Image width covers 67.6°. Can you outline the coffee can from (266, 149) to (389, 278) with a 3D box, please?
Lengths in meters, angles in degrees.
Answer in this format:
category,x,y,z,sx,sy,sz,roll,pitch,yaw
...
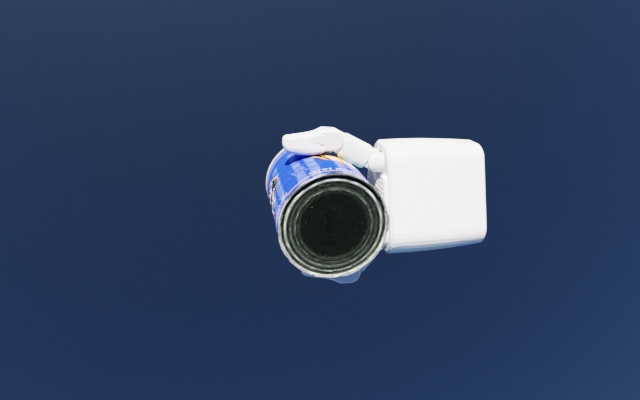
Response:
category,x,y,z,sx,sy,sz,roll,pitch,yaw
coffee can,0.000,0.002,0.491,0.103,0.103,0.140,0,19,-11
